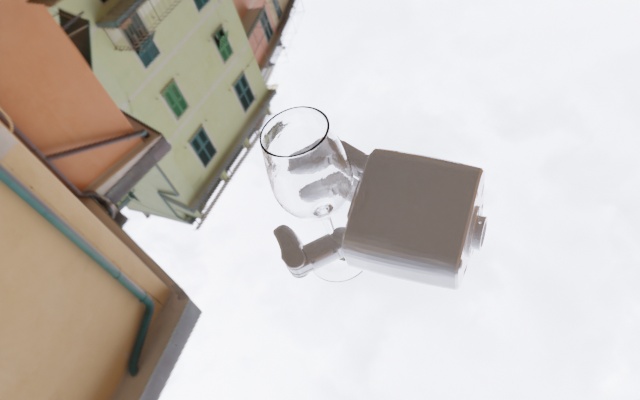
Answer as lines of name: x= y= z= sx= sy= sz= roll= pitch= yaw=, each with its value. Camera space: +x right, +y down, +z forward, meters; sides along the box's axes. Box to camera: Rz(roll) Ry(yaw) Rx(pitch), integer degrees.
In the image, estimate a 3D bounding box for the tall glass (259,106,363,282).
tall glass: x=0.000 y=0.002 z=0.478 sx=0.079 sy=0.079 sz=0.201 roll=0 pitch=-37 yaw=17
